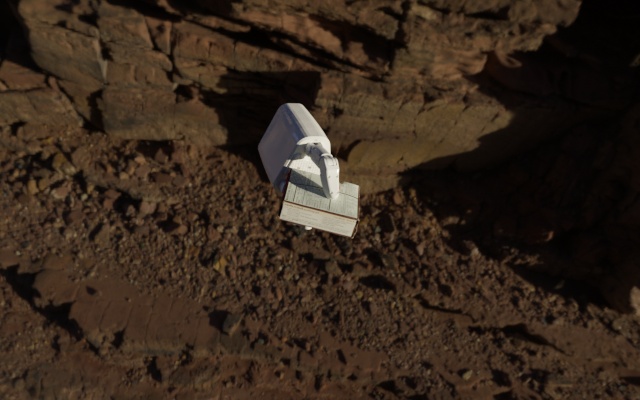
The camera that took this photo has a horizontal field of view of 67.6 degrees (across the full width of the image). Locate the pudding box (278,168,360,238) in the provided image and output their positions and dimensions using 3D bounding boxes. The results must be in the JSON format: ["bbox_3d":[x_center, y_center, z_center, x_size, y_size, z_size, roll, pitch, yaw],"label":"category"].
[{"bbox_3d":[0.000,0.002,0.695,0.113,0.039,0.090,13,36,-3],"label":"pudding box"}]
